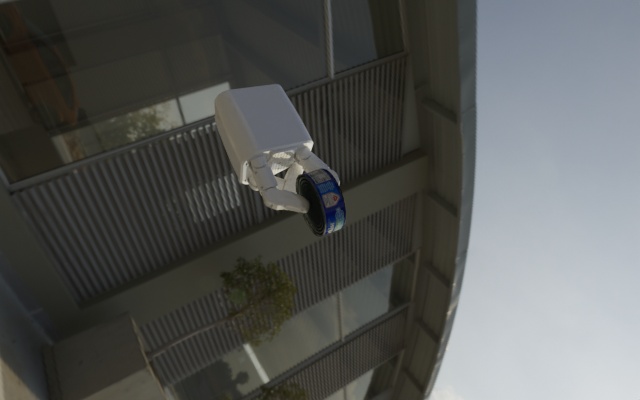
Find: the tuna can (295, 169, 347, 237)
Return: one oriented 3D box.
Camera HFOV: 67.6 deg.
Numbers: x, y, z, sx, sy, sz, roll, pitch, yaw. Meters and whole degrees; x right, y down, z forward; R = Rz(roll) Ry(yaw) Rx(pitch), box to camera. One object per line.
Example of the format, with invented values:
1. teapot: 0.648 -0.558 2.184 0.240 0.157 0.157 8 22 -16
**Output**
1. tuna can: 0.001 0.002 0.627 0.034 0.086 0.086 -19 6 -20
